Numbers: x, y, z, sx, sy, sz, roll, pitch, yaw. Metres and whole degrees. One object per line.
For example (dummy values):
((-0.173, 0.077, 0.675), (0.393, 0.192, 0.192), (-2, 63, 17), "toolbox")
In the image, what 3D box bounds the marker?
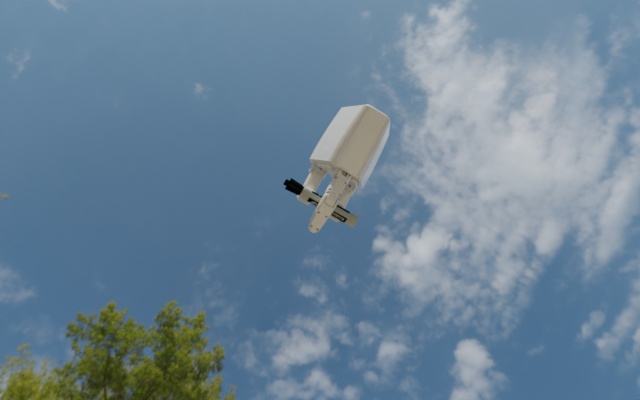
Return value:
((0.000, 0.002, 0.700), (0.121, 0.020, 0.020), (30, -4, -7), "marker")
